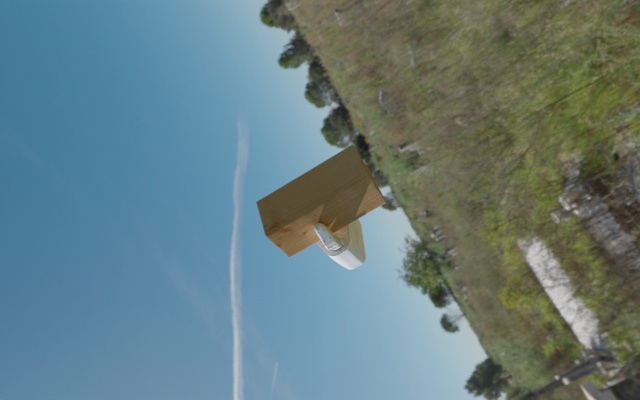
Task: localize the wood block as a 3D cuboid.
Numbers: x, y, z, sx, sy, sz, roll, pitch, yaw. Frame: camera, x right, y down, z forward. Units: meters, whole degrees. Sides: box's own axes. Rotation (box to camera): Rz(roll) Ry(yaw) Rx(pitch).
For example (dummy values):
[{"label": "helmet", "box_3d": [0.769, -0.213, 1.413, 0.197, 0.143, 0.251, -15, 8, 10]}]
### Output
[{"label": "wood block", "box_3d": [0.000, 0.003, 0.864, 0.206, 0.090, 0.090, -31, -44, 9]}]
